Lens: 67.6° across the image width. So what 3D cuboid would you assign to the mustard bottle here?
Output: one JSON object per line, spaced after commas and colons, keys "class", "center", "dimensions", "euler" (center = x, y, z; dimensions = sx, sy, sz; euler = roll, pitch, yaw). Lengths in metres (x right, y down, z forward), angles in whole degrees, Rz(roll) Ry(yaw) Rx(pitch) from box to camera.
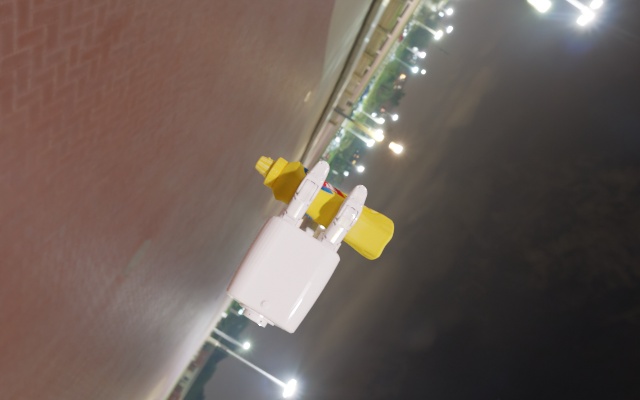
{"class": "mustard bottle", "center": [0.001, 0.002, 0.618], "dimensions": [0.191, 0.058, 0.096], "euler": [32, 8, -2]}
